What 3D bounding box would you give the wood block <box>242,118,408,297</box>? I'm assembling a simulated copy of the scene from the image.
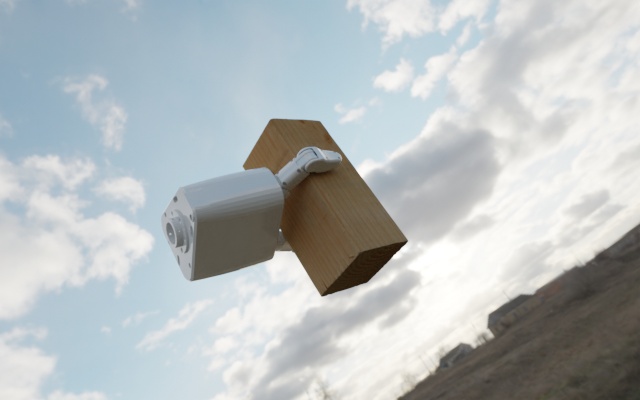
[{"bbox_3d":[0.000,0.002,0.593,0.090,0.206,0.091,-6,-36,-45],"label":"wood block"}]
